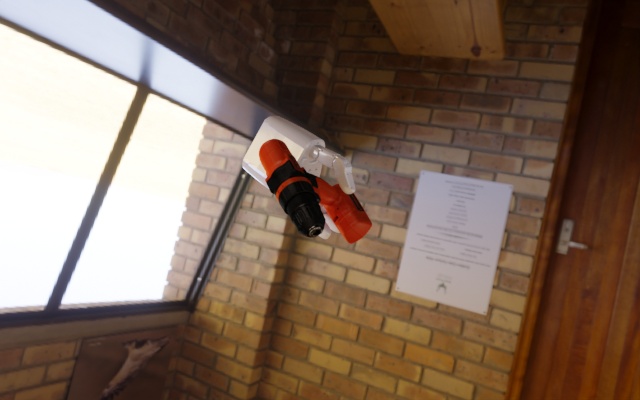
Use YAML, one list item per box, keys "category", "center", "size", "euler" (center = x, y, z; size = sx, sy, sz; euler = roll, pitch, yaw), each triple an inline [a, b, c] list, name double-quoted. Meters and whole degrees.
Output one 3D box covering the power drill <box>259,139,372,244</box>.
- category: "power drill"
  center: [0.000, 0.002, 0.717]
  size: [0.057, 0.184, 0.188]
  euler: [-41, -40, 16]
